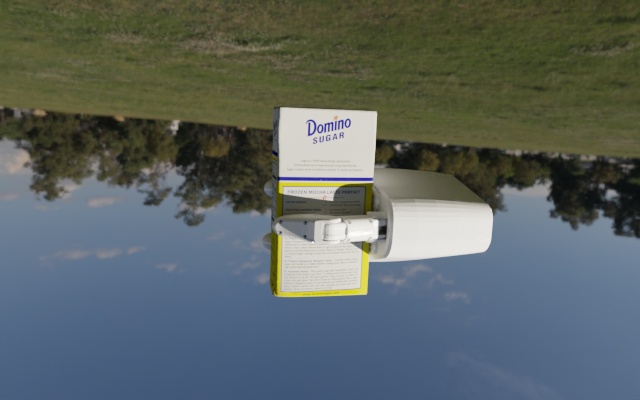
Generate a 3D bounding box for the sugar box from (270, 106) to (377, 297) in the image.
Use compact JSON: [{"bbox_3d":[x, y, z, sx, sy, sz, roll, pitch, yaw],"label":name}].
[{"bbox_3d":[0.000,0.002,0.455,0.093,0.176,0.048,1,8,-14],"label":"sugar box"}]
